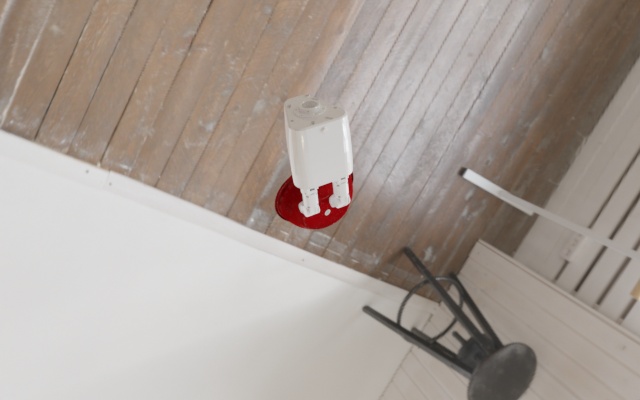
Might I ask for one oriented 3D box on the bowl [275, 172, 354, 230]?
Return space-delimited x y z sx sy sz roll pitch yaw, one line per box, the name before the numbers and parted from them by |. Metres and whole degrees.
bowl | 0.001 0.004 0.878 0.162 0.055 0.162 -20 -36 -15
